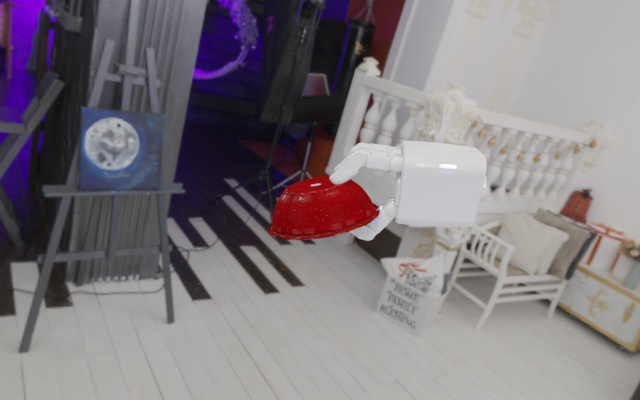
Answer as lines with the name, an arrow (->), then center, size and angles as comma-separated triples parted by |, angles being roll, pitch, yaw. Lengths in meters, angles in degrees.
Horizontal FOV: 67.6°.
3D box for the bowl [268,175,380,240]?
bowl -> -0.001, 0.002, 0.674 | 0.162, 0.055, 0.162 | -10, 14, 3
